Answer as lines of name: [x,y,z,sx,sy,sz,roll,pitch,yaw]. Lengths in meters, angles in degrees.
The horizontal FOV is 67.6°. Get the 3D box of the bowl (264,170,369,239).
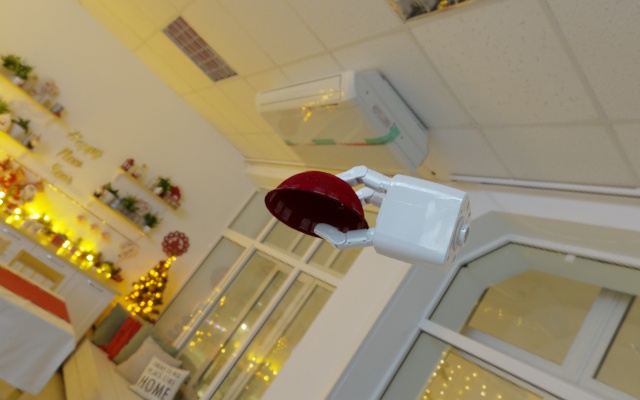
bowl: [-0.001,0.002,0.721,0.162,0.055,0.162,14,-26,7]
